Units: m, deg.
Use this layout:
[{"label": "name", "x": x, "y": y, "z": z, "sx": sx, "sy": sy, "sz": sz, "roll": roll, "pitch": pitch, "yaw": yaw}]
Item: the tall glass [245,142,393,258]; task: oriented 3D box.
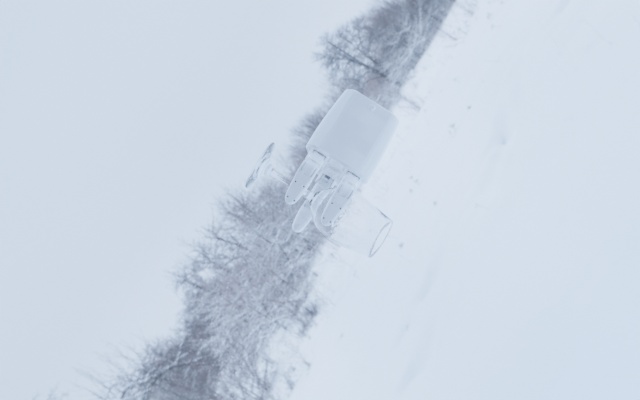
[{"label": "tall glass", "x": -0.001, "y": 0.002, "z": 0.667, "sx": 0.201, "sy": 0.079, "sz": 0.079, "roll": 32, "pitch": -1, "yaw": -1}]
